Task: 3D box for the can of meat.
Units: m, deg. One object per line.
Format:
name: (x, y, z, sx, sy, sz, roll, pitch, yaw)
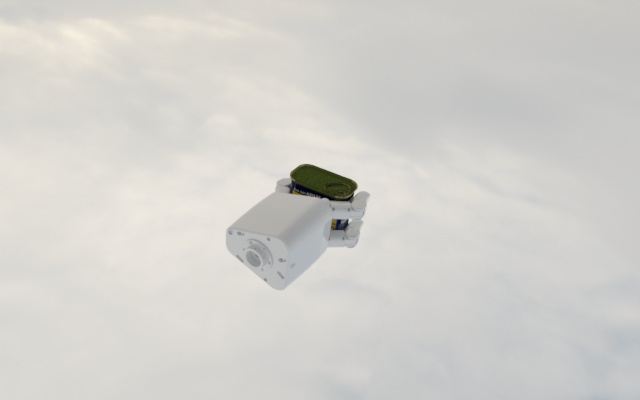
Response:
can of meat: (0.000, 0.003, 0.738, 0.102, 0.084, 0.057, 22, 36, 19)
